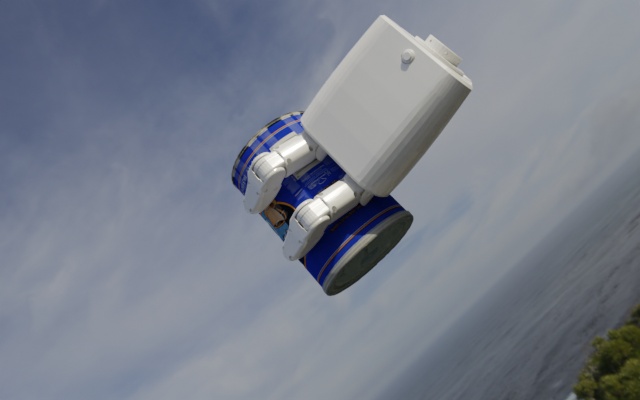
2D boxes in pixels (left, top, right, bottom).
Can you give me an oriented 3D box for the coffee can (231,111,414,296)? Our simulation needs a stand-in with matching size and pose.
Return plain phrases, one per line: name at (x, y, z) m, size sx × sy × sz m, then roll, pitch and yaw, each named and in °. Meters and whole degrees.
coffee can at (0.000, 0.002, 0.442) m, size 0.140 × 0.103 × 0.103 m, roll 47°, pitch 20°, yaw 19°
